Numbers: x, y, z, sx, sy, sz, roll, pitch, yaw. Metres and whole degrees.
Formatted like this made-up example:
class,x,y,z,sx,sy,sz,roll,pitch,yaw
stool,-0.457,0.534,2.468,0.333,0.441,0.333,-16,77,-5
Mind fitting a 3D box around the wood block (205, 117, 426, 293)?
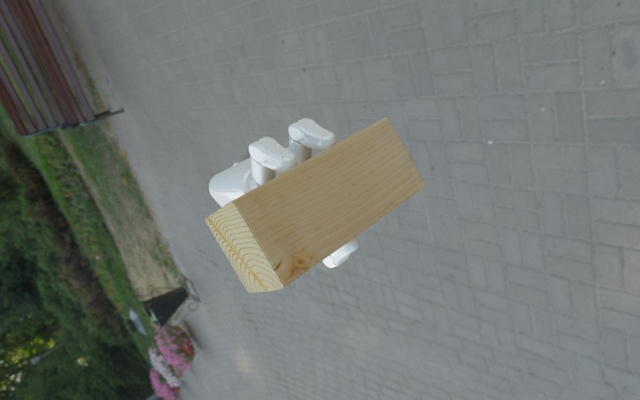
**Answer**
class,x,y,z,sx,sy,sz,roll,pitch,yaw
wood block,0.000,0.002,0.502,0.206,0.091,0.090,-32,4,-32
